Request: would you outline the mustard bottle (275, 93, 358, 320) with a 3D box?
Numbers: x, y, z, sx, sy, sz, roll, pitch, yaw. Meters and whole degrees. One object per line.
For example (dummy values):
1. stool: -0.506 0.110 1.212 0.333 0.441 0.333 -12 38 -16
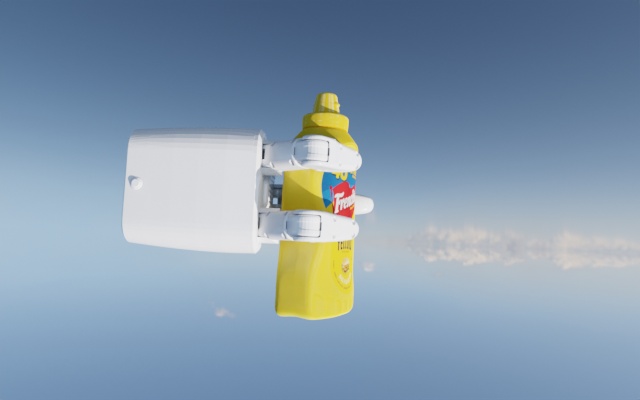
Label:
1. mustard bottle: 0.000 0.002 0.418 0.058 0.191 0.096 1 -5 25
